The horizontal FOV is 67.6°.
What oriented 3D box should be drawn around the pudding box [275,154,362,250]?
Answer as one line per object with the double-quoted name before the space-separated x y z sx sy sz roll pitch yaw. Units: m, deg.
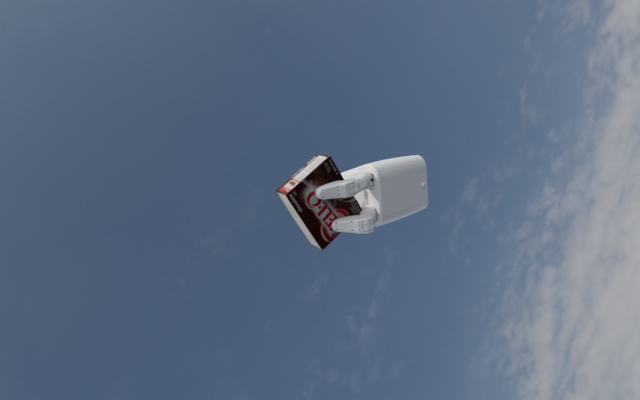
"pudding box" 0.000 0.002 0.704 0.090 0.113 0.039 -43 28 -19
